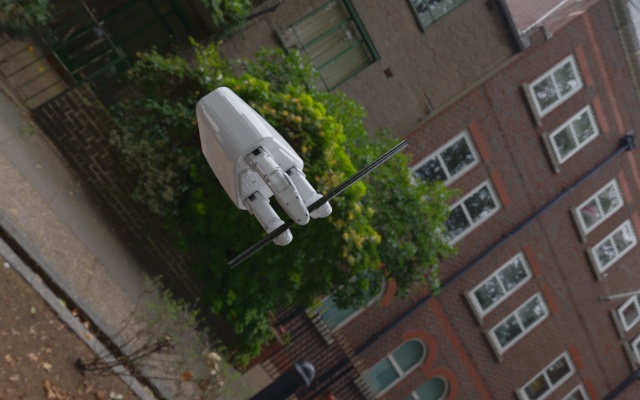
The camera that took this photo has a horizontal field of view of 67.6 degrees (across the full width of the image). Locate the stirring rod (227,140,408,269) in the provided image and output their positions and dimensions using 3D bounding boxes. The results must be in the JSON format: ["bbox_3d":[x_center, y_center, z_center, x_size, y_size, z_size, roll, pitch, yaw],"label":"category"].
[{"bbox_3d":[0.000,0.002,0.528,0.239,0.011,0.011,-35,6,-9],"label":"stirring rod"}]
